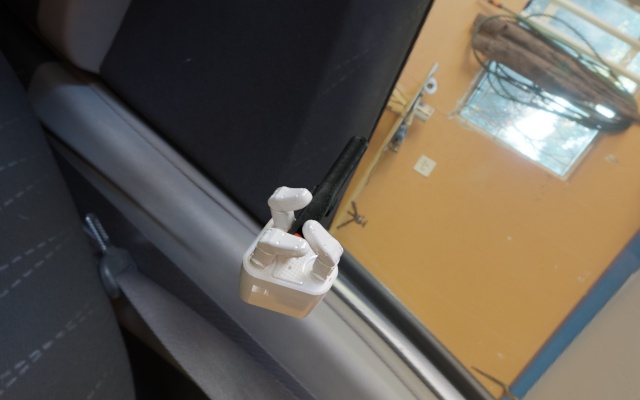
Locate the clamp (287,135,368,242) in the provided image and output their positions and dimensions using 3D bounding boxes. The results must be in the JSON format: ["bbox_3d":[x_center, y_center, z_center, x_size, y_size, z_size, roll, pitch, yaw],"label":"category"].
[{"bbox_3d":[0.001,0.002,0.607,0.039,0.171,0.120,32,-33,6],"label":"clamp"}]
